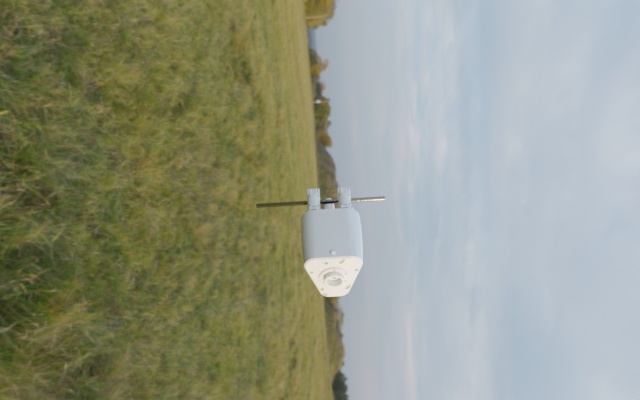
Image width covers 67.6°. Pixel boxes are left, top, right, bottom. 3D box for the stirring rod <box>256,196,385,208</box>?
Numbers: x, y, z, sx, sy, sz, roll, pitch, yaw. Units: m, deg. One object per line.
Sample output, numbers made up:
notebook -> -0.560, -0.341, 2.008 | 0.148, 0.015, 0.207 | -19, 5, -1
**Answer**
stirring rod -> 0.000, 0.003, 0.894 | 0.239, 0.011, 0.011 | -3, 0, 0
